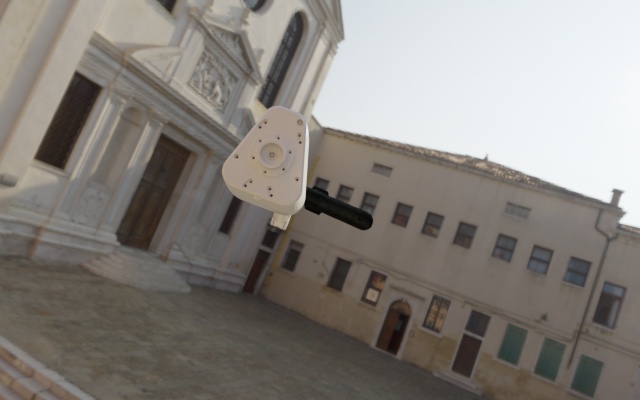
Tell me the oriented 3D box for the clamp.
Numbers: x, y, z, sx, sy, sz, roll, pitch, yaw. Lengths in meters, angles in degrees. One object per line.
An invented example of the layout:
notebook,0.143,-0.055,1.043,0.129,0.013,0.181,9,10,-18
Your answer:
clamp,0.000,0.002,0.659,0.171,0.039,0.120,21,-6,-1
